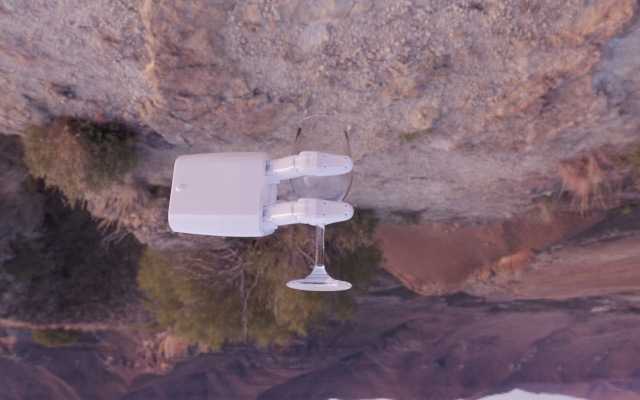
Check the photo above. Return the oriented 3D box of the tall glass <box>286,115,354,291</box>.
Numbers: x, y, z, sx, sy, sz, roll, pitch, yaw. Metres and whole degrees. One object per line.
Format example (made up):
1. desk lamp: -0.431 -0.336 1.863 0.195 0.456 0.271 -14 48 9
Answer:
1. tall glass: 0.000 0.003 0.569 0.079 0.201 0.079 2 -18 1
